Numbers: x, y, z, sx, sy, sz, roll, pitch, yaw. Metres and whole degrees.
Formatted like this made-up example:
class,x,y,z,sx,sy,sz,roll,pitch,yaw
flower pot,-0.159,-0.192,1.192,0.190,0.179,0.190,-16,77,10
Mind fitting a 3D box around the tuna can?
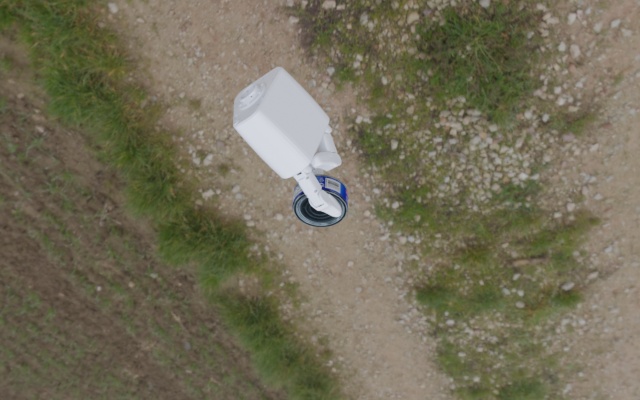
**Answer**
class,x,y,z,sx,sy,sz,roll,pitch,yaw
tuna can,0.000,0.003,0.732,0.086,0.033,0.086,2,-44,1
